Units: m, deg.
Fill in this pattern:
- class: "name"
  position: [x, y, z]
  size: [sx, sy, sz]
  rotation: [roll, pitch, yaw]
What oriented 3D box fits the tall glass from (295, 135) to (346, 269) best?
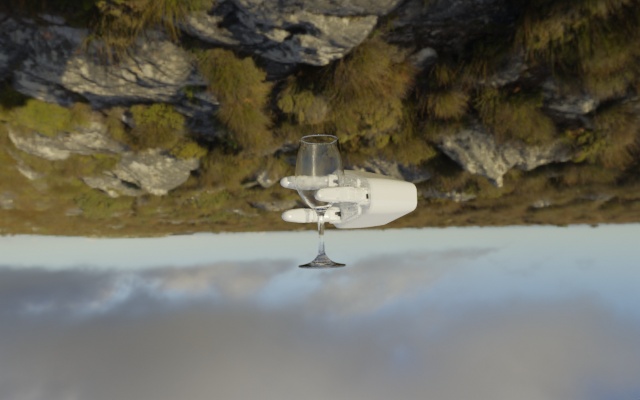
- class: "tall glass"
  position: [0.000, 0.003, 0.743]
  size: [0.079, 0.201, 0.079]
  rotation: [-2, -3, 0]
